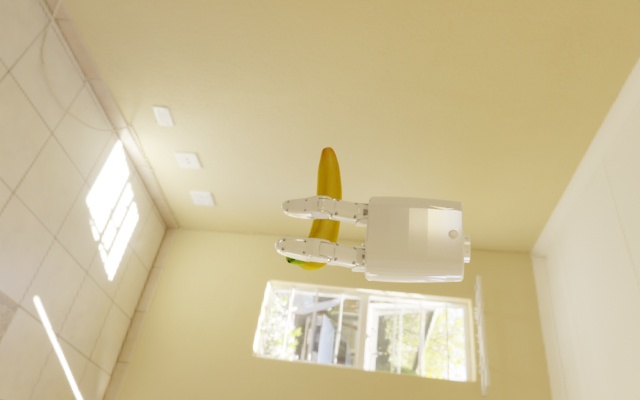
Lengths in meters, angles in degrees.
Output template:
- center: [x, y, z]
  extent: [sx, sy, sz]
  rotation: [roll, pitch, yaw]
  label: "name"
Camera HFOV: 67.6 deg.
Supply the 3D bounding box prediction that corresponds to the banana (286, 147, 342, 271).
- center: [0.004, 0.017, 0.609]
  extent: [0.037, 0.197, 0.070]
  rotation: [-2, -44, 17]
  label: "banana"
